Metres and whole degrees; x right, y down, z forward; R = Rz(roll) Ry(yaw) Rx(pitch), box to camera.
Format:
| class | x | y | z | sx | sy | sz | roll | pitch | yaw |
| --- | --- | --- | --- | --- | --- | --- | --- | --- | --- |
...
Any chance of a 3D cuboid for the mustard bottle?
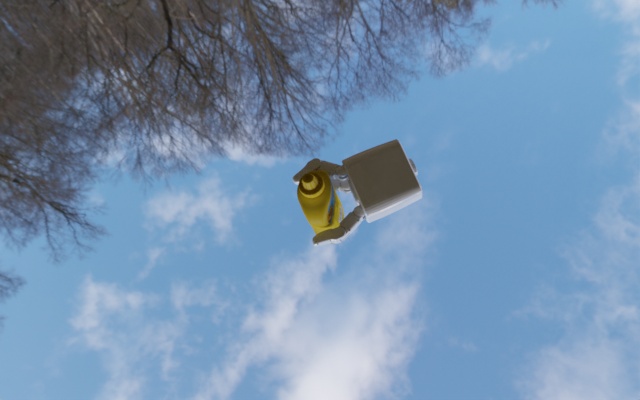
| class | x | y | z | sx | sy | sz | roll | pitch | yaw |
| --- | --- | --- | --- | --- | --- | --- | --- | --- | --- |
| mustard bottle | 0.000 | 0.003 | 0.825 | 0.058 | 0.096 | 0.192 | 0 | -23 | 12 |
